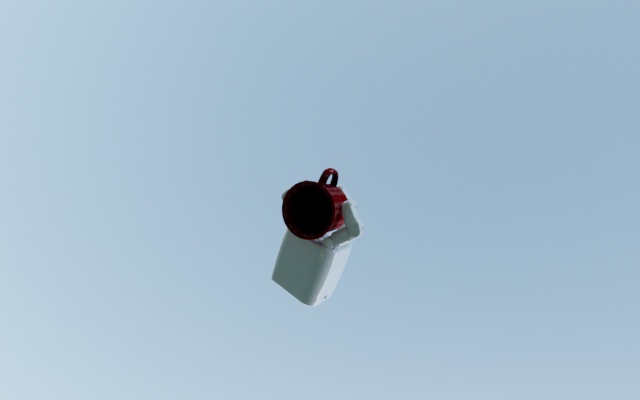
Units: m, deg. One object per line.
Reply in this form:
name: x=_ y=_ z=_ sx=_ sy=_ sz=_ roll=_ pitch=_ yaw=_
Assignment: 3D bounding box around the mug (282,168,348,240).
mug: x=0.001 y=0.001 z=0.775 sx=0.093 sy=0.117 sz=0.081 roll=22 pitch=11 yaw=21
